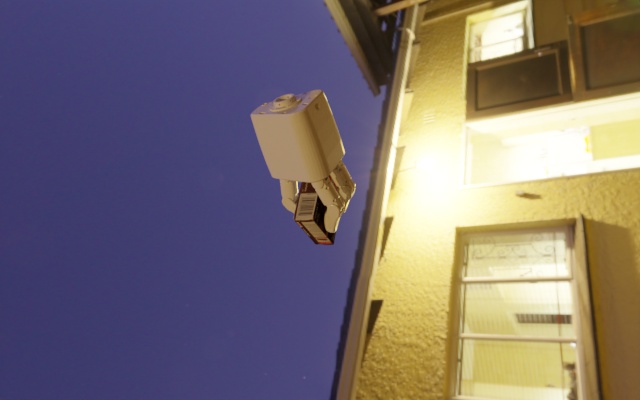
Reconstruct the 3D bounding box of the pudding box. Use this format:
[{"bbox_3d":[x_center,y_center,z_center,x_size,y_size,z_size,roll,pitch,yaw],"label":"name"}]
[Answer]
[{"bbox_3d":[0.000,0.002,0.766,0.039,0.113,0.090,0,-29,26],"label":"pudding box"}]
